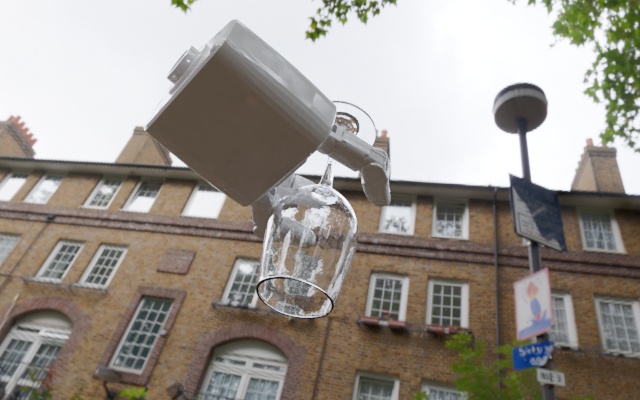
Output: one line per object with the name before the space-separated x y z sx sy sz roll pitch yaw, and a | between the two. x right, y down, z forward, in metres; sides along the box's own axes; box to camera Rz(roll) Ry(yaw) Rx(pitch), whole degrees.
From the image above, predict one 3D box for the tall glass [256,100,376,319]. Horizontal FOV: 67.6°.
tall glass | 0.000 0.001 0.428 0.079 0.201 0.079 9 -39 7
